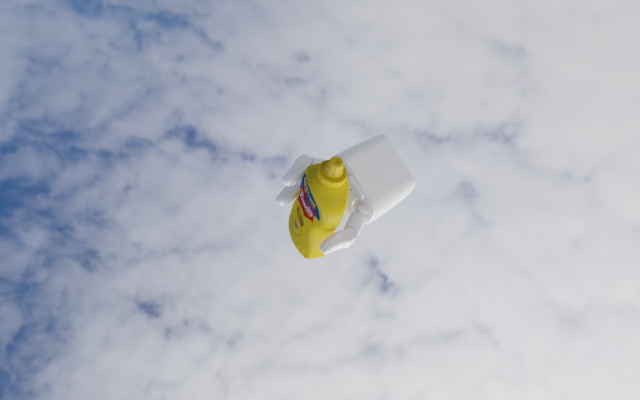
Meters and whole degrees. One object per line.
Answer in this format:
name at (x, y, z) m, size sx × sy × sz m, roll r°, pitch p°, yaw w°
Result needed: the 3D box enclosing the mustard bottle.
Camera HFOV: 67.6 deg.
mustard bottle at (0.000, 0.003, 0.700) m, size 0.058 × 0.096 × 0.192 m, roll -6°, pitch -32°, yaw -20°
